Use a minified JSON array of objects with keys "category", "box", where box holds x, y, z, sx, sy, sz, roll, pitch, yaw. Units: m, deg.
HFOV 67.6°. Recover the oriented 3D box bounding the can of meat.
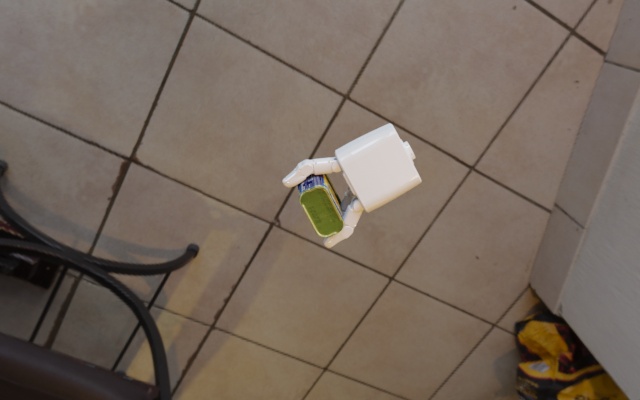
[{"category":"can of meat","box":[0.000,0.003,0.821,0.057,0.102,0.084,-25,25,7]}]
